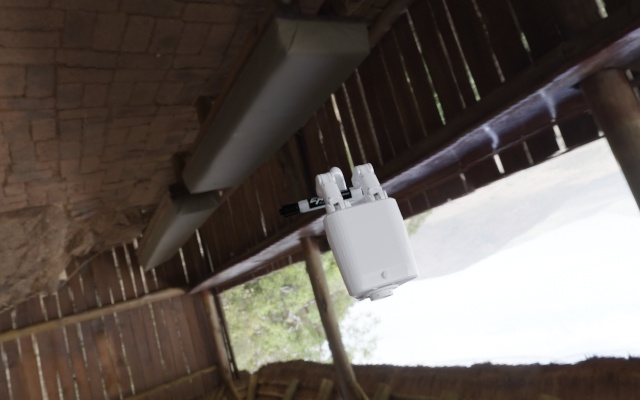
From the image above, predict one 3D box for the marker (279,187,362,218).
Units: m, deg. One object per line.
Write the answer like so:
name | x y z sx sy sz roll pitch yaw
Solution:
marker | 0.000 0.002 0.685 0.121 0.020 0.020 -14 2 -9
